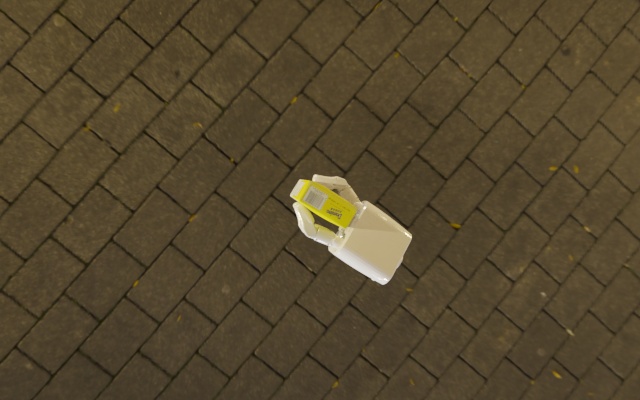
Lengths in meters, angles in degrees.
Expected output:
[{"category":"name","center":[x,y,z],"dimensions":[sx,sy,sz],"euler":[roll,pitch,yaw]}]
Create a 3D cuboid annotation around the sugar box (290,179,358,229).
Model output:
[{"category":"sugar box","center":[0.000,0.003,0.850],"dimensions":[0.093,0.048,0.176],"euler":[32,-4,-8]}]
